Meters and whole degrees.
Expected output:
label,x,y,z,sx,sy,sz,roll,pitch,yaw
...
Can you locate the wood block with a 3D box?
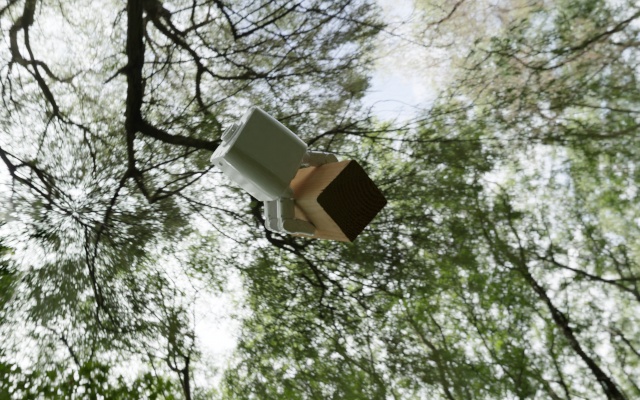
label,x,y,z,sx,sy,sz,roll,pitch,yaw
wood block,0.000,0.002,0.778,0.090,0.090,0.206,-47,19,-20
